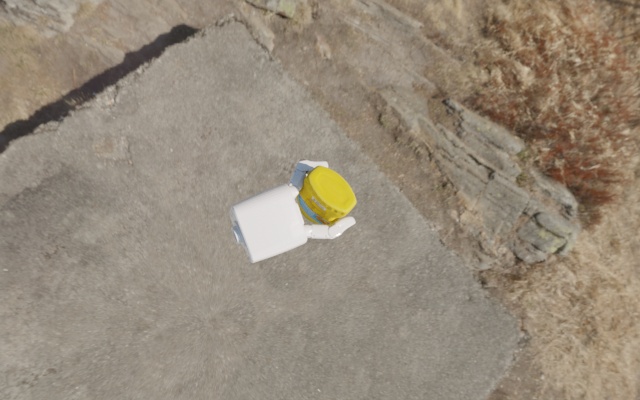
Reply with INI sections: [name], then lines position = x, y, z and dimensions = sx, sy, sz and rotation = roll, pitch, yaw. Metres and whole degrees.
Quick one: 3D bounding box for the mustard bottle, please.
[mustard bottle]
position = 0.000, 0.003, 0.899
dimensions = 0.096, 0.058, 0.192
rotation = 42, -19, 0
